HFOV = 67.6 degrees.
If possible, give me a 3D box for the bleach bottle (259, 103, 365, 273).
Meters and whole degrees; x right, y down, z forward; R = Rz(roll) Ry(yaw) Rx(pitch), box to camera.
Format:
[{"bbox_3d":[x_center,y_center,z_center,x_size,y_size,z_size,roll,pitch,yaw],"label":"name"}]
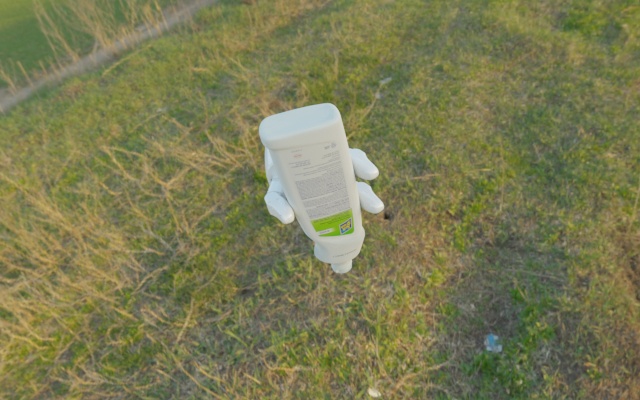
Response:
[{"bbox_3d":[0.000,0.002,0.637,0.102,0.251,0.068,-14,36,0],"label":"bleach bottle"}]
